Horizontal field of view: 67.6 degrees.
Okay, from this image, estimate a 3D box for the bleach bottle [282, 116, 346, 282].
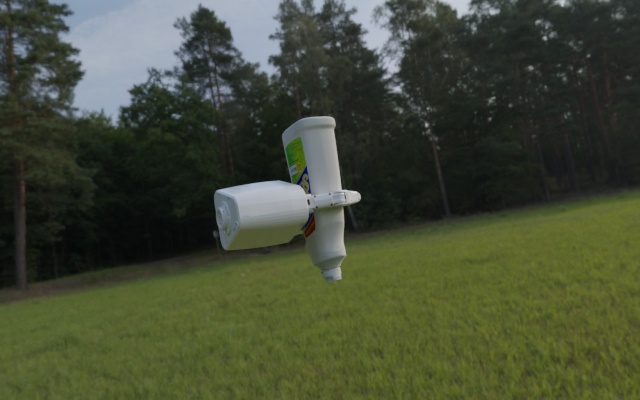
[{"bbox_3d":[0.000,0.002,0.757,0.068,0.251,0.102,-8,-6,-28],"label":"bleach bottle"}]
